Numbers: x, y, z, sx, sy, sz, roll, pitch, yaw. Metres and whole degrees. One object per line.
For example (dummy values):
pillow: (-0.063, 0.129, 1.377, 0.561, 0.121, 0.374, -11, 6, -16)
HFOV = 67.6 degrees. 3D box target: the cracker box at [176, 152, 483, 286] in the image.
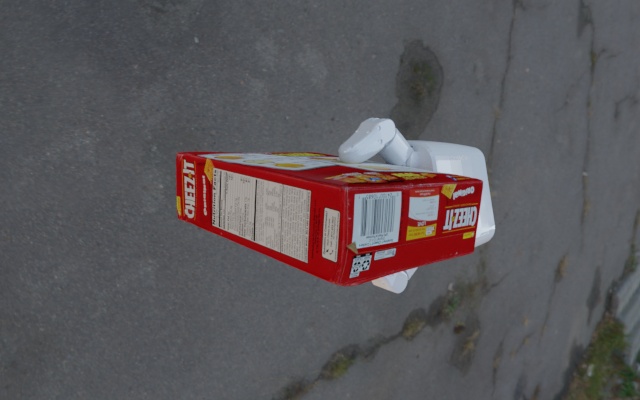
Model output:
cracker box: (0.000, 0.001, 0.410, 0.164, 0.072, 0.213, -5, 13, -43)
